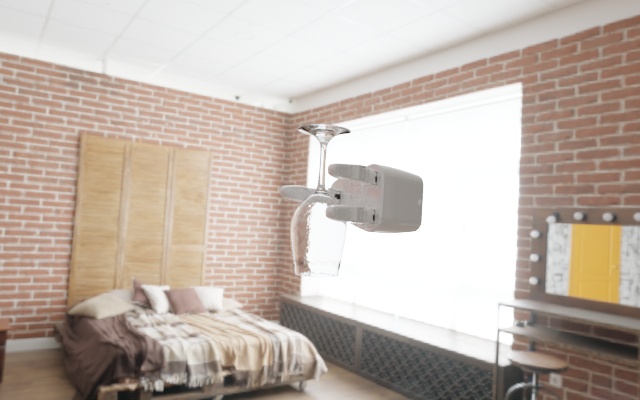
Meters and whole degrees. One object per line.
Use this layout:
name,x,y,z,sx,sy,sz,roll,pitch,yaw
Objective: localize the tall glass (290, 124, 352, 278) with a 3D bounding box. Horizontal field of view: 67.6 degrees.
tall glass,0.000,0.001,0.655,0.079,0.201,0.079,4,-3,0
